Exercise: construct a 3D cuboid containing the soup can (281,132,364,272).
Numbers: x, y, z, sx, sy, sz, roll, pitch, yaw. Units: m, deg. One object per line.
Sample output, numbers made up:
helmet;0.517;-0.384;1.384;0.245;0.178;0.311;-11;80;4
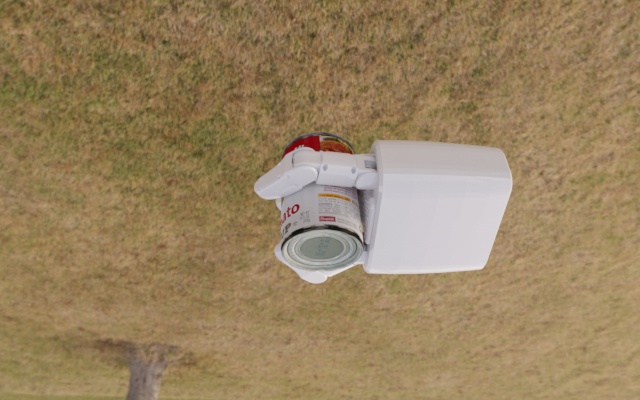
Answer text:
soup can;0.000;0.001;0.409;0.068;0.102;0.069;-1;-37;-1
